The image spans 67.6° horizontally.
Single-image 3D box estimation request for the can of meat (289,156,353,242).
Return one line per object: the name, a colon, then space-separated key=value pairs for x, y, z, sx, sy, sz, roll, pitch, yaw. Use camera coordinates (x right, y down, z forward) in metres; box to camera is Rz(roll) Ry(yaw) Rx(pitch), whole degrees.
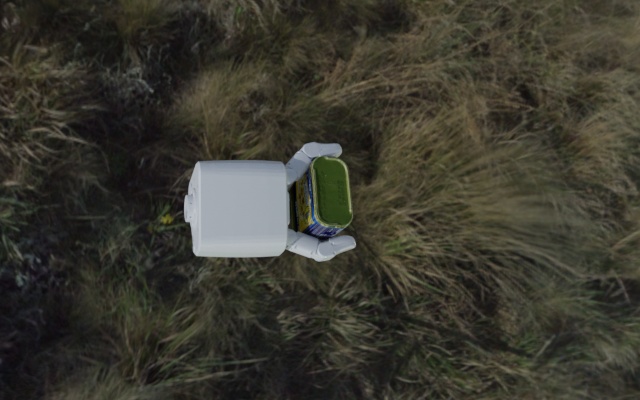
can of meat: x=0.000 y=0.002 z=0.632 sx=0.057 sy=0.102 sz=0.084 roll=4 pitch=-23 yaw=-21
